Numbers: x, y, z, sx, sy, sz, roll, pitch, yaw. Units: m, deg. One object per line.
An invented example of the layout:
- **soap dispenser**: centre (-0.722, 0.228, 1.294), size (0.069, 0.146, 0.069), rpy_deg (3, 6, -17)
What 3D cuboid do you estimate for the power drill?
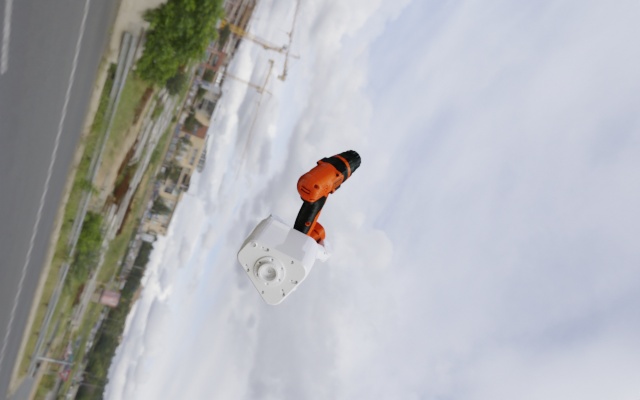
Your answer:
- **power drill**: centre (0.000, 0.003, 0.873), size (0.057, 0.188, 0.184), rpy_deg (32, 34, 19)
